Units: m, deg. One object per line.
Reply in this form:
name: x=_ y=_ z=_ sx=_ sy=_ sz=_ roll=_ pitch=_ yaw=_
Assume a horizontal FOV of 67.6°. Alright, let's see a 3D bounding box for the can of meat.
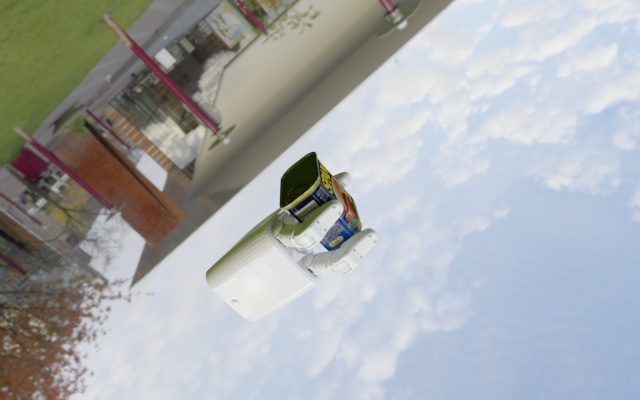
can of meat: x=0.000 y=0.002 z=0.566 sx=0.057 sy=0.084 sz=0.102 roll=-37 pitch=23 yaw=14
